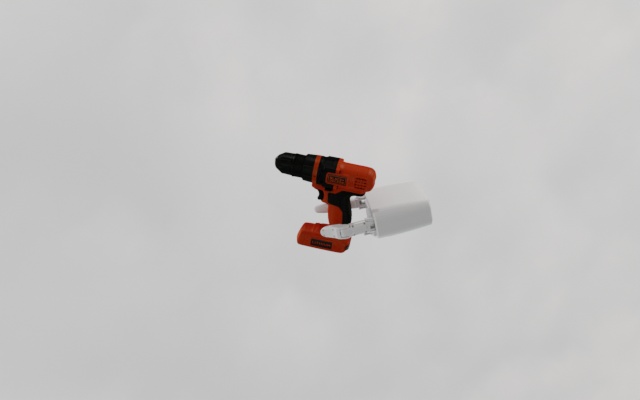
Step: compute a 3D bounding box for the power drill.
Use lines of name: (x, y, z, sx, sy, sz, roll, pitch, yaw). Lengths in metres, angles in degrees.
power drill: (0.000, 0.003, 0.892, 0.184, 0.188, 0.057, 13, 35, 7)
